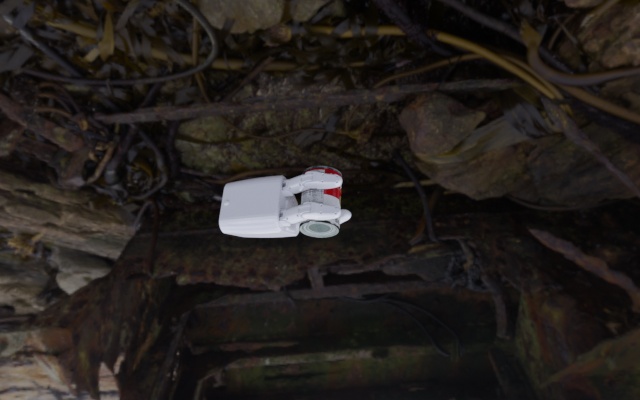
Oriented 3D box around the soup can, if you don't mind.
[{"bbox_3d":[0.001,0.003,0.795,0.068,0.102,0.068,3,-26,1],"label":"soup can"}]
